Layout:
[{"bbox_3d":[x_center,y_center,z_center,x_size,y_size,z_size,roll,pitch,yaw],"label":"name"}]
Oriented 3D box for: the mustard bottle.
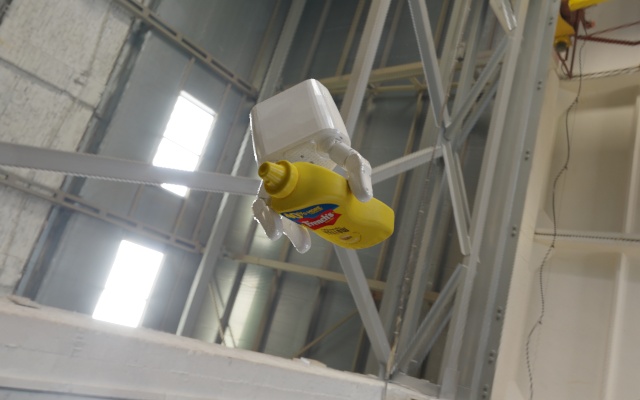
[{"bbox_3d":[0.000,0.002,0.562,0.096,0.058,0.192,-12,-29,37],"label":"mustard bottle"}]
